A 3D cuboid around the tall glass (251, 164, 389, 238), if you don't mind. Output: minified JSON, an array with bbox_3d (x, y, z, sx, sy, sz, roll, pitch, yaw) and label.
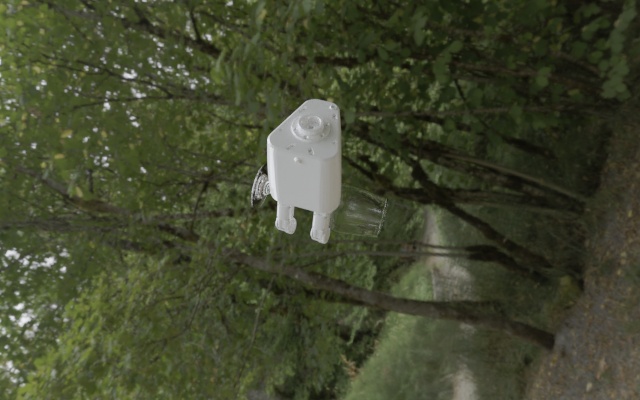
[{"bbox_3d":[-0.001,0.002,0.737,0.201,0.079,0.079,15,3,11],"label":"tall glass"}]
